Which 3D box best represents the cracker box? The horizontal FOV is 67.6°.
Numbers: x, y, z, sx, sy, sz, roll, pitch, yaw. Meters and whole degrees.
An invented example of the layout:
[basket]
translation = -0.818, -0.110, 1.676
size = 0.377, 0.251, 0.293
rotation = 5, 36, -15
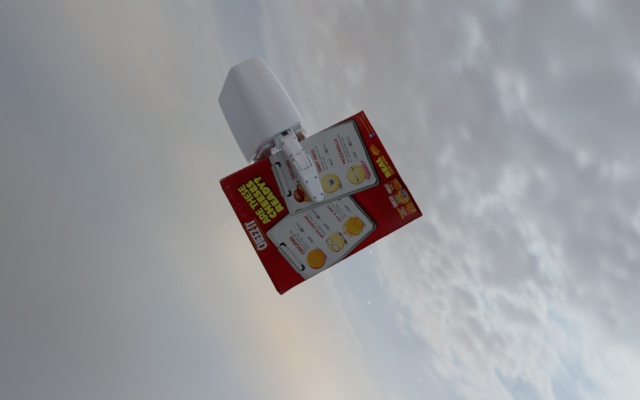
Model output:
[cracker box]
translation = 0.000, 0.002, 0.637
size = 0.213, 0.164, 0.072
rotation = -28, -6, -11
